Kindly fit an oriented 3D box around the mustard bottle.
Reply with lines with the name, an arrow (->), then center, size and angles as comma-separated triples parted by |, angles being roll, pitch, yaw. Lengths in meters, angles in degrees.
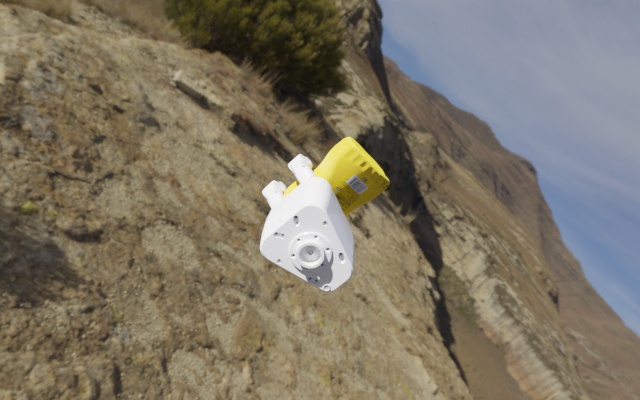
mustard bottle -> 0.000, 0.002, 0.693 | 0.096, 0.191, 0.058 | 41, 16, -35
